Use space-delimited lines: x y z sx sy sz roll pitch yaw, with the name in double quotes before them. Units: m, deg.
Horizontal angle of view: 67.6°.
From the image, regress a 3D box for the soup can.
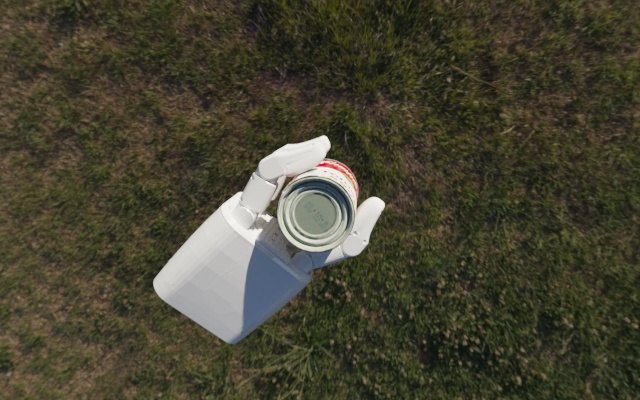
"soup can" 0.000 0.001 0.440 0.068 0.068 0.102 0 12 6
